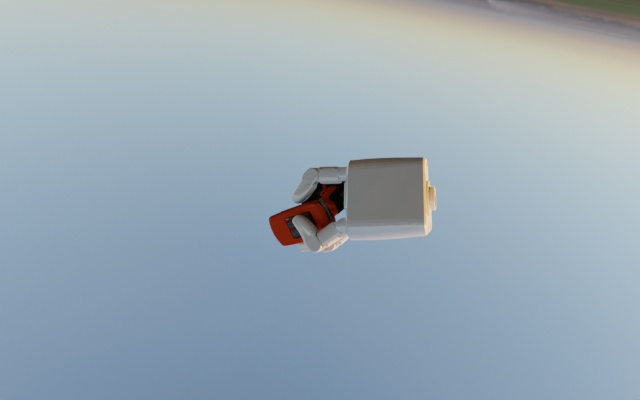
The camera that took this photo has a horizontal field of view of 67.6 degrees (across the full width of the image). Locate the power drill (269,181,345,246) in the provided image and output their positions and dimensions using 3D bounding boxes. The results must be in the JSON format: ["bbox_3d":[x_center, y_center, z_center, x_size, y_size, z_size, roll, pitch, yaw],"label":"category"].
[{"bbox_3d":[0.000,0.003,0.772,0.184,0.057,0.187,-20,14,38],"label":"power drill"}]
